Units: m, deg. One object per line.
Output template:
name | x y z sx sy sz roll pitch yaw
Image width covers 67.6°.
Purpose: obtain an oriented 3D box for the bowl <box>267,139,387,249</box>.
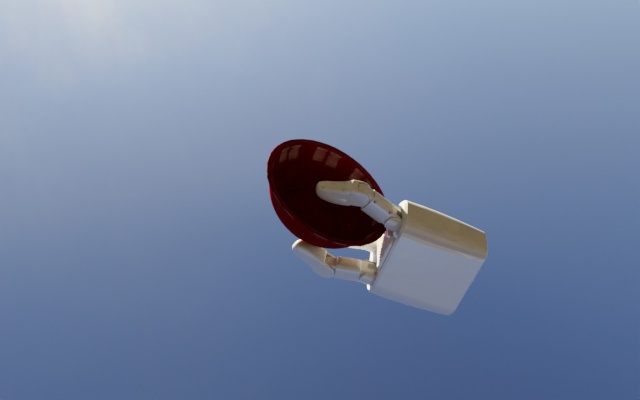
bowl | -0.001 0.001 0.572 0.162 0.162 0.055 0 -38 -37
